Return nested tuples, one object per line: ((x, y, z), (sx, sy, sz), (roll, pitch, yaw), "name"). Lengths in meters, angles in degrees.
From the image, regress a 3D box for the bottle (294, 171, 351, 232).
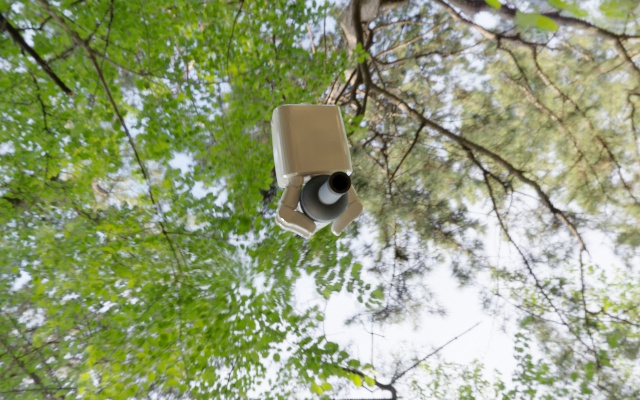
((0.000, 0.002, 0.703), (0.069, 0.069, 0.296), (0, -9, -9), "bottle")
